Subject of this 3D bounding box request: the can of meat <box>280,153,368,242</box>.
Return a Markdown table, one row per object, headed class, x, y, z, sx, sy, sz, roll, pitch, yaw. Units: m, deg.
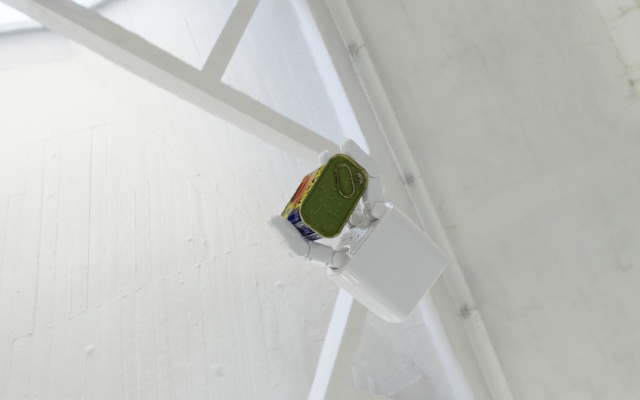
| class | x | y | z | sx | sy | sz | roll | pitch | yaw |
| --- | --- | --- | --- | --- | --- | --- | --- | --- | --- |
| can of meat | 0.000 | 0.002 | 0.582 | 0.057 | 0.102 | 0.084 | 38 | -25 | -13 |
